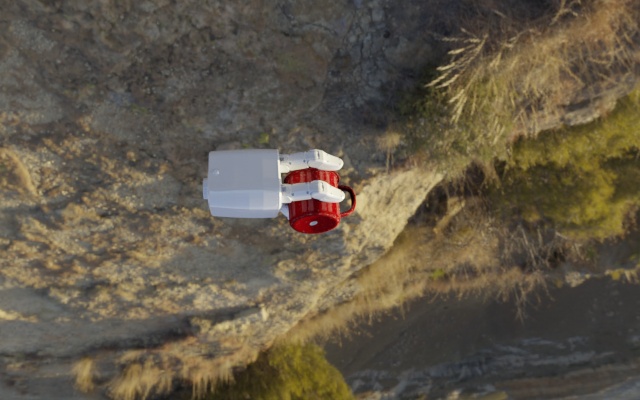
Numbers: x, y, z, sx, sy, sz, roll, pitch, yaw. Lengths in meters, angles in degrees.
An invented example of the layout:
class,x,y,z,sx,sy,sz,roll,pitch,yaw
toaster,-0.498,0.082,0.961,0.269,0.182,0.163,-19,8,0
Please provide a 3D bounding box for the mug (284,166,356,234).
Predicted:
class,x,y,z,sx,sy,sz,roll,pitch,yaw
mug,0.002,0.003,0.775,0.117,0.081,0.093,-1,-27,-8
